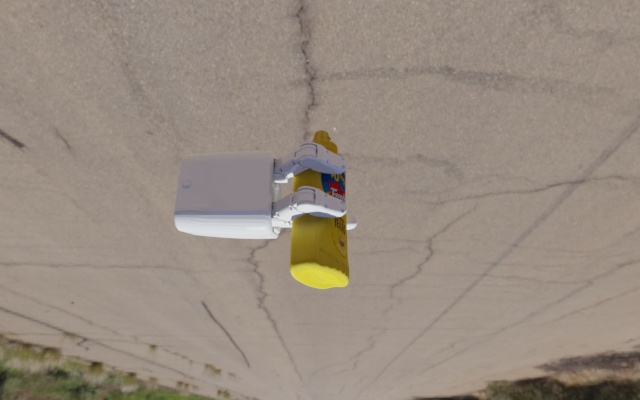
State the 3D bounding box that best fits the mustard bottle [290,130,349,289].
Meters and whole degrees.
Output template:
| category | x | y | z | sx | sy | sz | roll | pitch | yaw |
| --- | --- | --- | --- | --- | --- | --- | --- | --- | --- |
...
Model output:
| category | x | y | z | sx | sy | sz | roll | pitch | yaw |
| --- | --- | --- | --- | --- | --- | --- | --- | --- | --- |
| mustard bottle | 0.000 | 0.002 | 0.569 | 0.058 | 0.191 | 0.096 | -11 | -27 | 22 |
